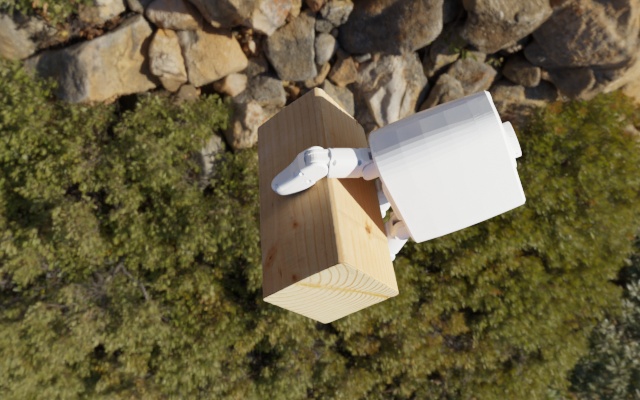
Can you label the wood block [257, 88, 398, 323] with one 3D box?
[{"bbox_3d":[0.000,0.001,0.479,0.090,0.206,0.091,-29,-41,27],"label":"wood block"}]
